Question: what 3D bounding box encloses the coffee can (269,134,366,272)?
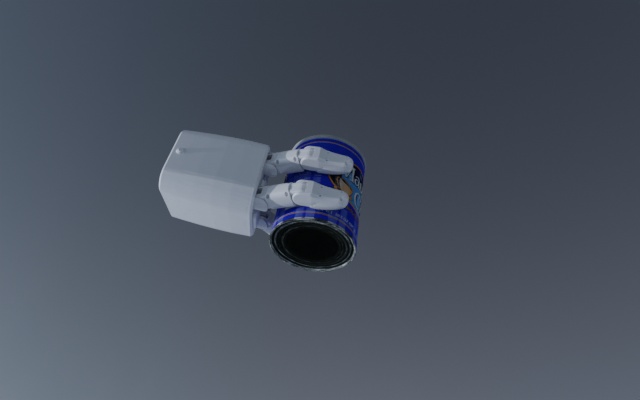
[{"bbox_3d":[0.000,0.002,0.595,0.103,0.140,0.103,6,-41,5],"label":"coffee can"}]
